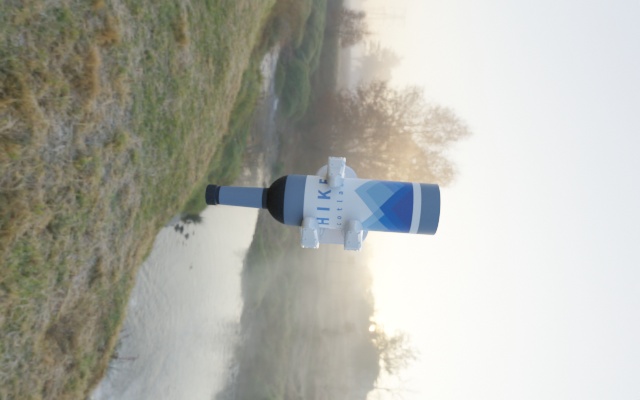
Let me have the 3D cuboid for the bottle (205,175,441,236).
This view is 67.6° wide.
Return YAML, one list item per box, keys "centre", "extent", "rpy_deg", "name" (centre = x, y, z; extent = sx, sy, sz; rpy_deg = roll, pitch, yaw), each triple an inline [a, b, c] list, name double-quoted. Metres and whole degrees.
- centre: [0.000, 0.002, 0.615]
  extent: [0.296, 0.069, 0.069]
  rpy_deg: [4, 0, 3]
  name: "bottle"
